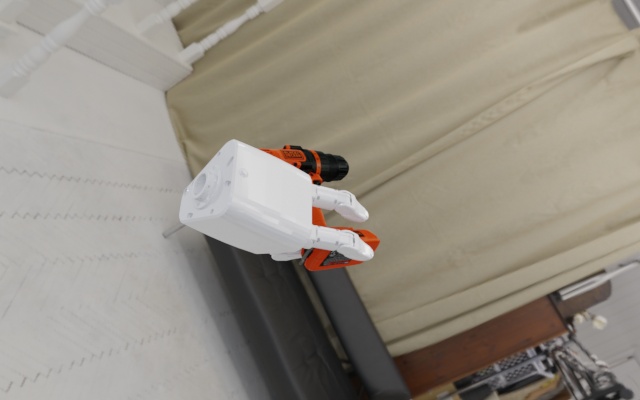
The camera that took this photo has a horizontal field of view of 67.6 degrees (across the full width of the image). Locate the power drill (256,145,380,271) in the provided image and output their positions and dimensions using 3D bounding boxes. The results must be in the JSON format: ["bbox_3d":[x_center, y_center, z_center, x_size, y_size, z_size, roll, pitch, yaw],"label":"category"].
[{"bbox_3d":[0.000,0.002,0.649,0.184,0.187,0.057,-3,-42,-40],"label":"power drill"}]
